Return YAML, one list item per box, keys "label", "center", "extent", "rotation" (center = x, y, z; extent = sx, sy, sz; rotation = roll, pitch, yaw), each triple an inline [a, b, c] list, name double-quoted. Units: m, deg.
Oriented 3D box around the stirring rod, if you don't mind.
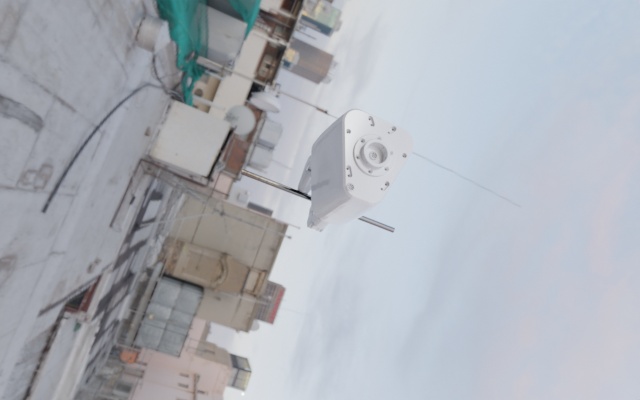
- label: "stirring rod"
  center: [0.000, 0.002, 0.688]
  extent: [0.239, 0.011, 0.011]
  rotation: [21, -5, -13]
